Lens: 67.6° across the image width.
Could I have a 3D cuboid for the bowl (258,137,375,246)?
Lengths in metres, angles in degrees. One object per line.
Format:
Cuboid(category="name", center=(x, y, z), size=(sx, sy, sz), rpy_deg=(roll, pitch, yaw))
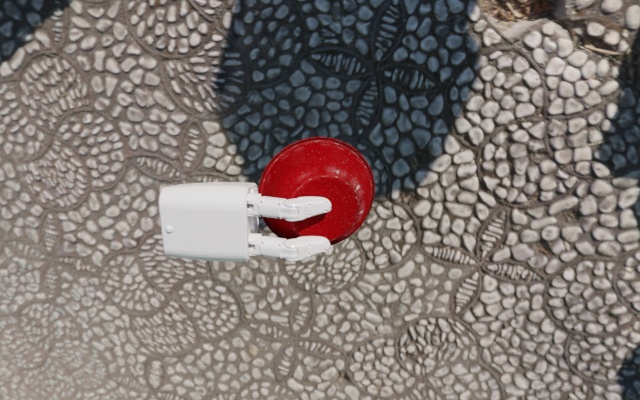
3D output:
Cuboid(category="bowl", center=(0.001, 0.002, 0.624), size=(0.162, 0.162, 0.055), rpy_deg=(0, 22, -11))
